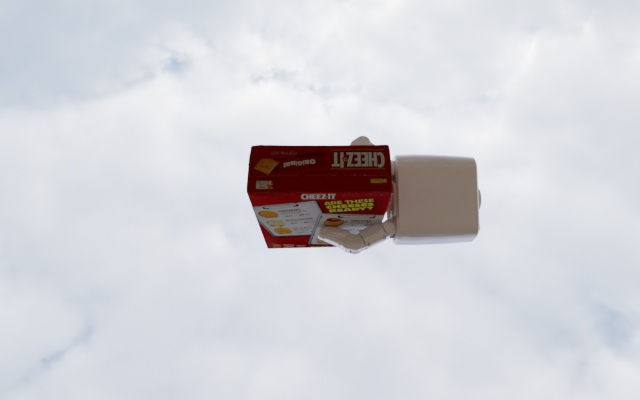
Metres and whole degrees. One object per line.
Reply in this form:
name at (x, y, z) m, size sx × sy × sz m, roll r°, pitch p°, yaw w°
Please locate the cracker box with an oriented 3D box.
cracker box at (0.000, 0.002, 0.633) m, size 0.164 × 0.072 × 0.214 m, roll -1°, pitch -22°, yaw 0°
